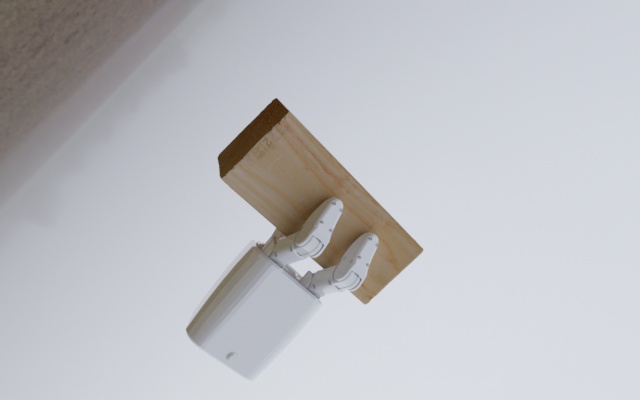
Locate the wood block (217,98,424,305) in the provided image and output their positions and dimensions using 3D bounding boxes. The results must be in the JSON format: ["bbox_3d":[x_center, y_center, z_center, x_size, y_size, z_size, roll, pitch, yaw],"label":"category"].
[{"bbox_3d":[0.000,0.002,0.502,0.206,0.090,0.090,44,4,-24],"label":"wood block"}]
